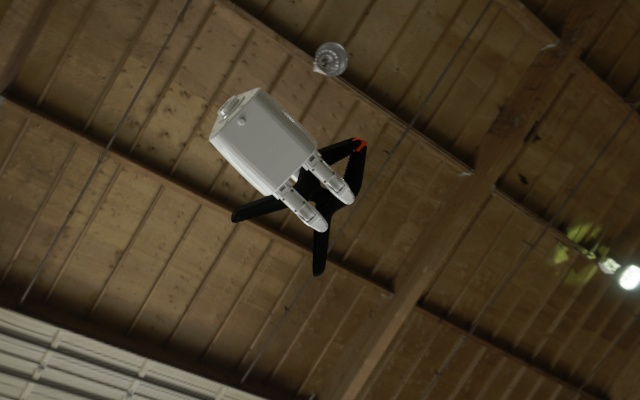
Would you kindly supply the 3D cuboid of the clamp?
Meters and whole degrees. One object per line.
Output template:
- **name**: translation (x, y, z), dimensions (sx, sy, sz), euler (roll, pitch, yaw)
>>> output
- **clamp**: translation (0.000, 0.001, 0.687), dimensions (0.165, 0.210, 0.036), euler (44, 2, -23)
